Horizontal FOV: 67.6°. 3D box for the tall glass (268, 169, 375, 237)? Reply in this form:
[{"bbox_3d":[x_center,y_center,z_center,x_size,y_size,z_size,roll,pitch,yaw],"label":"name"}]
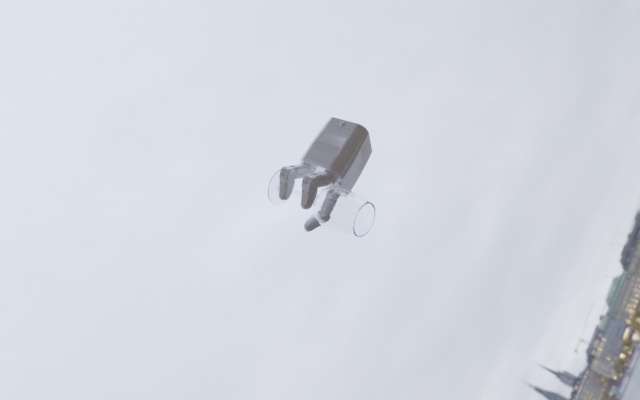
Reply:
[{"bbox_3d":[0.000,0.003,0.858,0.201,0.079,0.079,22,14,36],"label":"tall glass"}]
